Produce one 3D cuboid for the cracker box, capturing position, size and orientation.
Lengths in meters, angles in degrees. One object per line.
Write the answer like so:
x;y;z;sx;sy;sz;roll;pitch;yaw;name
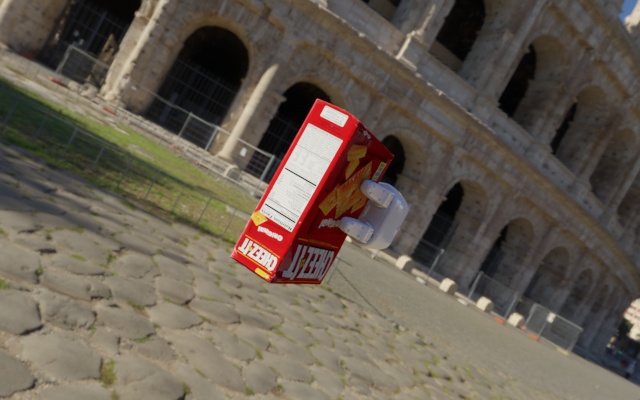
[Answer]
0.000;0.002;0.613;0.072;0.213;0.164;30;2;24;cracker box
